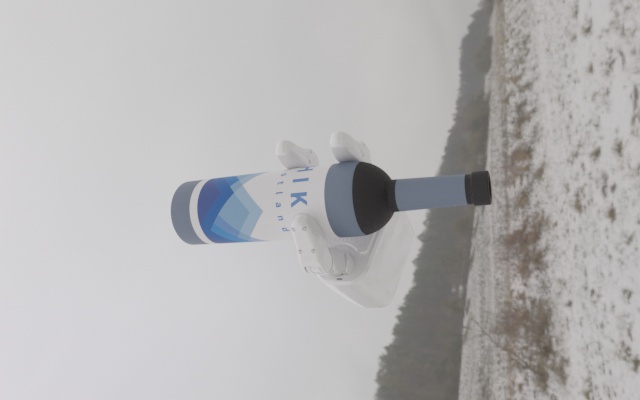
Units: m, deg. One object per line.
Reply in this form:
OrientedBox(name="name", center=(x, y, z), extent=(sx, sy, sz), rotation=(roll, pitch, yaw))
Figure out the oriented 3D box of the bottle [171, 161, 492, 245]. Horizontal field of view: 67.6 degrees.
OrientedBox(name="bottle", center=(0.000, 0.001, 0.437), extent=(0.296, 0.069, 0.069), rotation=(-5, -2, 24))
